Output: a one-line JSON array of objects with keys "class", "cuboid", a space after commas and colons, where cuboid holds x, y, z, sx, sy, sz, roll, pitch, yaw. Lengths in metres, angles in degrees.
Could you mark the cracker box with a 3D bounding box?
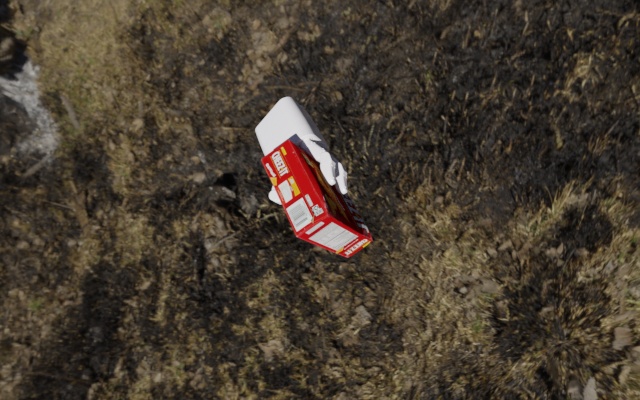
[{"class": "cracker box", "cuboid": [0.000, 0.003, 0.867, 0.072, 0.164, 0.214, -34, -27, 14]}]
